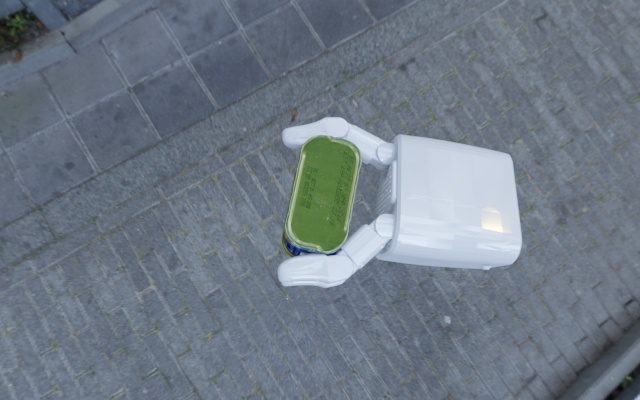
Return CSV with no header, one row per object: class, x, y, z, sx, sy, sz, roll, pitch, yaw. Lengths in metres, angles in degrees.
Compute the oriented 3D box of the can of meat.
can of meat,0.000,0.001,0.422,0.057,0.102,0.084,11,-12,-2
